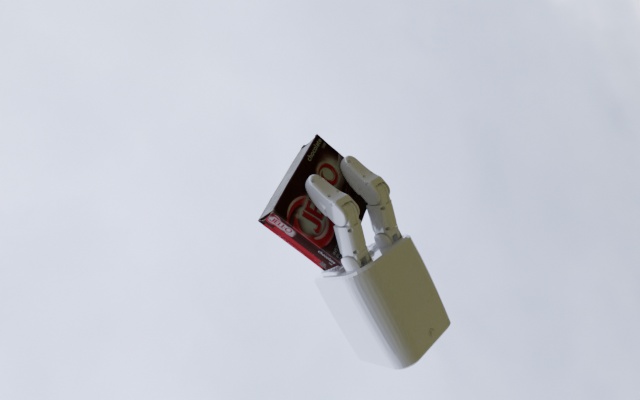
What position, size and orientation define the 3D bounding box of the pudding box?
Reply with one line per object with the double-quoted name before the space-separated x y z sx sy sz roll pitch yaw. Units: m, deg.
"pudding box" 0.000 0.002 0.494 0.090 0.113 0.039 39 -39 -18
